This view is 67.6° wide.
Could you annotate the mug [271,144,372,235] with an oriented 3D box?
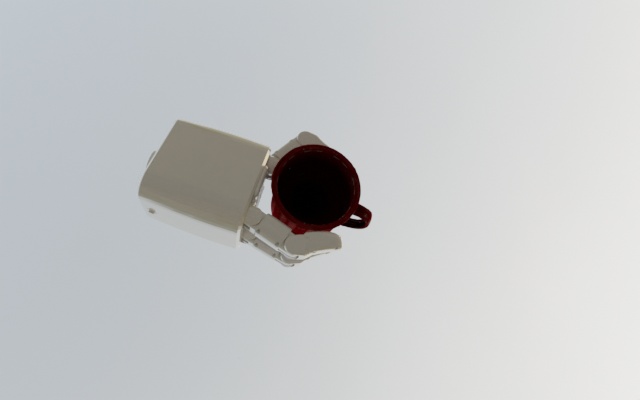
[{"bbox_3d":[0.001,0.002,0.522,0.117,0.093,0.081,21,-20,-4],"label":"mug"}]
